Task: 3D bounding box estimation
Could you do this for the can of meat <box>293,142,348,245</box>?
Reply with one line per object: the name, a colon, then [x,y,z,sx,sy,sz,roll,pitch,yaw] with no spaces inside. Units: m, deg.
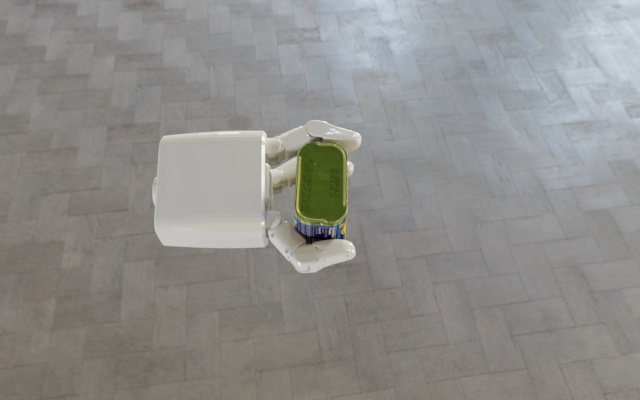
can of meat: [0.000,0.002,0.496,0.057,0.102,0.084,1,-32,0]
